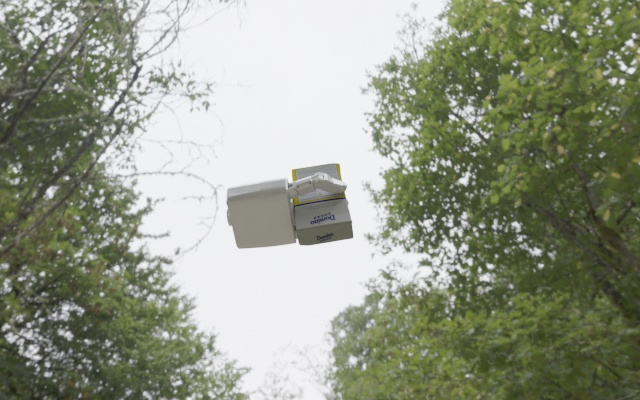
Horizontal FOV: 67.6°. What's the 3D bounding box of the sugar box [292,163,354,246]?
[{"bbox_3d":[0.000,0.003,0.840,0.093,0.048,0.176,-9,40,1],"label":"sugar box"}]
